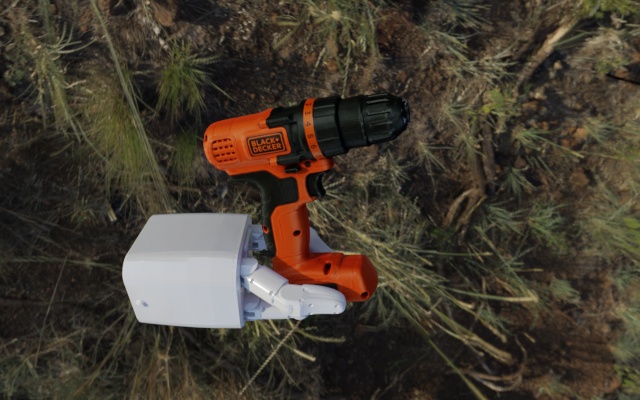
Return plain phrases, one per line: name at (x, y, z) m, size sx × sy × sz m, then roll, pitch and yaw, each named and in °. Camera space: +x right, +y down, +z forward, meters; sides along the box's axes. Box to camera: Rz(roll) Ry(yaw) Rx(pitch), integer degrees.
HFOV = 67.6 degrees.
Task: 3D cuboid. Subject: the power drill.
power drill at (0.000, 0.002, 0.437) m, size 0.184 × 0.188 × 0.057 m, roll -6°, pitch 20°, yaw 19°
